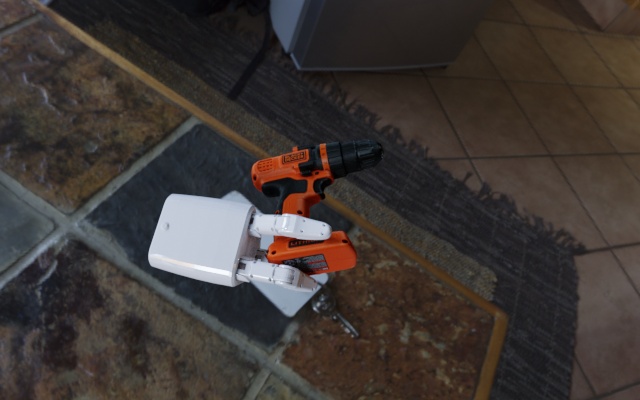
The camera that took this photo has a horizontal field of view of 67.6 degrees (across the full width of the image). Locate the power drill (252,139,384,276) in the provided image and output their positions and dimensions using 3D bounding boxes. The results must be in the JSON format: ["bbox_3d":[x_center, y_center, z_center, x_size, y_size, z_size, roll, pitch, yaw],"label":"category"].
[{"bbox_3d":[0.000,0.002,0.615,0.184,0.187,0.057,-13,-43,9],"label":"power drill"}]
